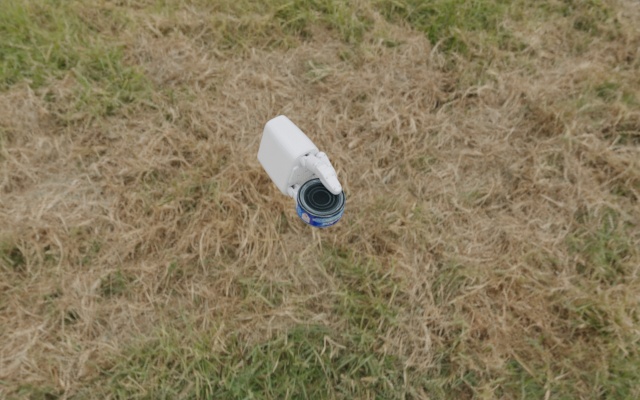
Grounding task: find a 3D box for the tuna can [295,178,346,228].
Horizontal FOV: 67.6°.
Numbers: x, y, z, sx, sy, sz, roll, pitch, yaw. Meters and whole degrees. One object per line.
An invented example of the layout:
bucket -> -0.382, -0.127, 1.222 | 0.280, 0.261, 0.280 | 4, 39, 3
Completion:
tuna can -> 0.000, 0.002, 0.824 | 0.086, 0.086, 0.034 | 0, -35, -8
